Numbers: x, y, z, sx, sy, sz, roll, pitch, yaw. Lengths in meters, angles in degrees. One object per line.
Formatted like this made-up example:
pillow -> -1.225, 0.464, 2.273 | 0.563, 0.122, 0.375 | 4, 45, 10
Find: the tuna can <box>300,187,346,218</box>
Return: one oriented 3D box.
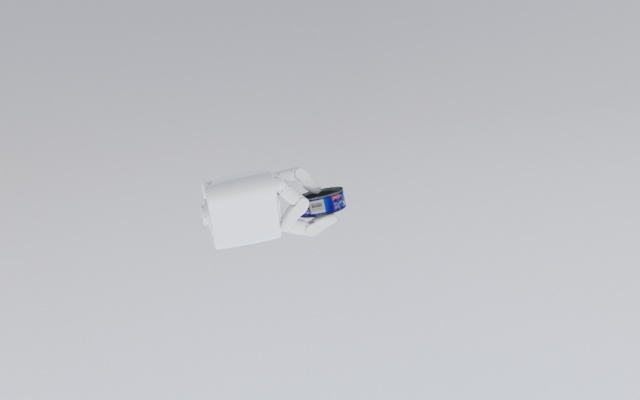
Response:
tuna can -> 0.000, 0.003, 0.821 | 0.086, 0.034, 0.086 | -12, 9, 2
